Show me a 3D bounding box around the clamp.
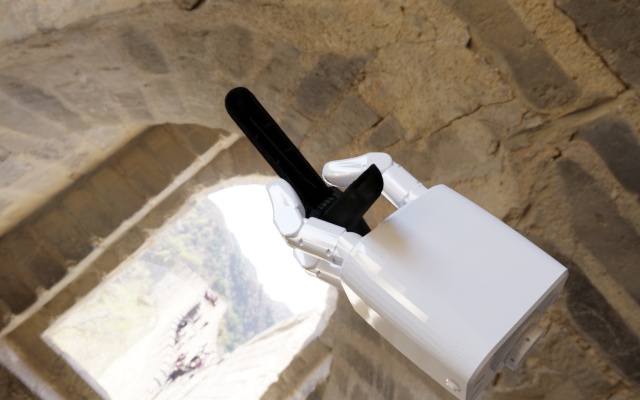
[{"bbox_3d":[0.001,0.001,0.404,0.164,0.036,0.210,40,-16,32],"label":"clamp"}]
